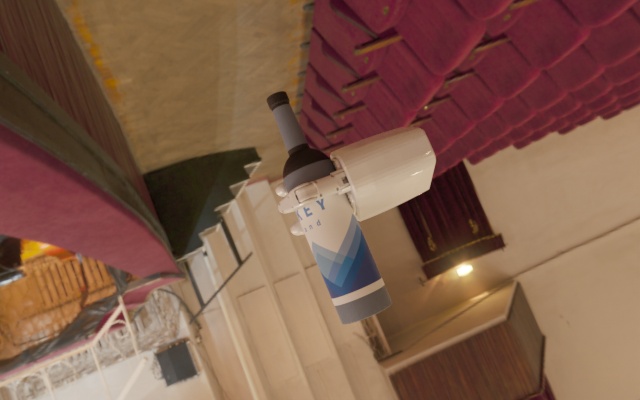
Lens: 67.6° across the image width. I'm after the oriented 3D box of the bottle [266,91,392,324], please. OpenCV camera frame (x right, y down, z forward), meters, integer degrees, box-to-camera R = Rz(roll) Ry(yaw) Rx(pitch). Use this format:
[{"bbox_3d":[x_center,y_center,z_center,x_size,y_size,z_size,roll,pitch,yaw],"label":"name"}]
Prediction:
[{"bbox_3d":[0.000,0.002,0.594,0.069,0.295,0.069,-23,-6,-2],"label":"bottle"}]
